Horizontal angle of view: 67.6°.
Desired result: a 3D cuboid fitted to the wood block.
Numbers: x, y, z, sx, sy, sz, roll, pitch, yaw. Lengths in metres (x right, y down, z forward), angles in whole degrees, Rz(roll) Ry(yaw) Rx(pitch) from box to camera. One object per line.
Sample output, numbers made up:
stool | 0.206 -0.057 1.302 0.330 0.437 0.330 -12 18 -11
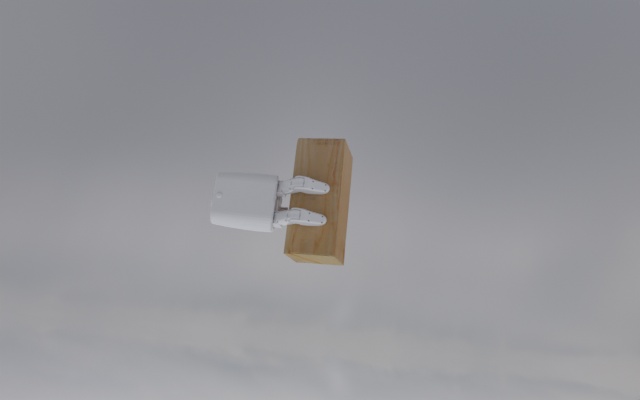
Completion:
wood block | 0.000 0.003 0.842 0.090 0.206 0.091 2 -17 13
